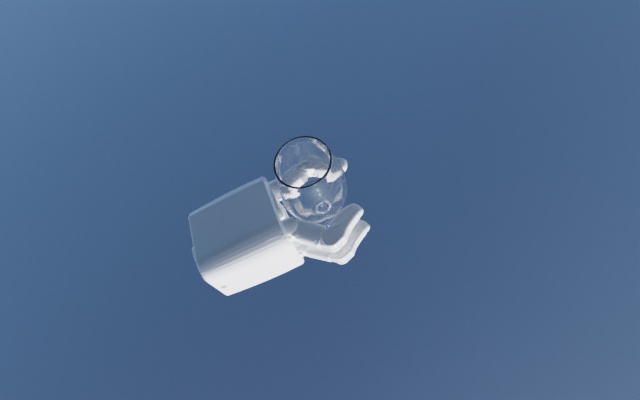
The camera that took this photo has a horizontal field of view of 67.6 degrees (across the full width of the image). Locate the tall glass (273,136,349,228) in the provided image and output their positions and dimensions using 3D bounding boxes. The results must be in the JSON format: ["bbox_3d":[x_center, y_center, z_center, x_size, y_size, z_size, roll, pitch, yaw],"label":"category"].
[{"bbox_3d":[0.000,0.002,0.575,0.079,0.079,0.201,0,-25,12],"label":"tall glass"}]
